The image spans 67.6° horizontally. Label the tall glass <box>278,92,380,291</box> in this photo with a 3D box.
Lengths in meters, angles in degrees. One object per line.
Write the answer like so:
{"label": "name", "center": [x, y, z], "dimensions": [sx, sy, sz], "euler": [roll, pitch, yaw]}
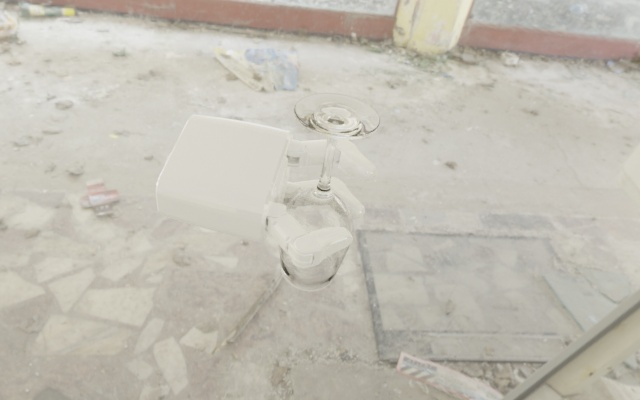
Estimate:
{"label": "tall glass", "center": [0.000, 0.001, 0.468], "dimensions": [0.079, 0.201, 0.079], "euler": [6, 40, -5]}
